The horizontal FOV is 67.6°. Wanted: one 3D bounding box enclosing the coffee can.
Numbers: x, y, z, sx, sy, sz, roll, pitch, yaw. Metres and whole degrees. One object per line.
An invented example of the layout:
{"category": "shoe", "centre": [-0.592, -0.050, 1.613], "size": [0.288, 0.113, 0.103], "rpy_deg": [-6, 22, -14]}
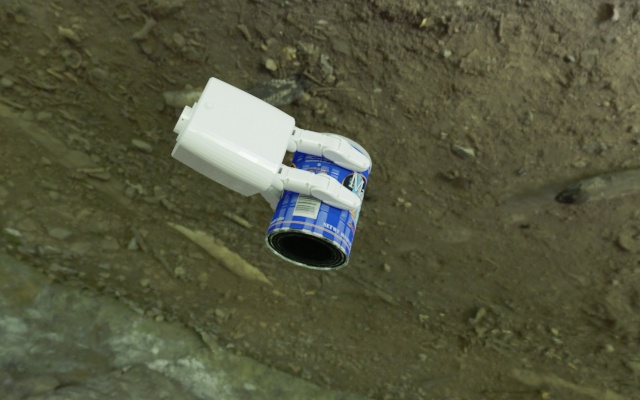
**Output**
{"category": "coffee can", "centre": [0.000, 0.002, 0.597], "size": [0.103, 0.140, 0.103], "rpy_deg": [12, -29, 7]}
